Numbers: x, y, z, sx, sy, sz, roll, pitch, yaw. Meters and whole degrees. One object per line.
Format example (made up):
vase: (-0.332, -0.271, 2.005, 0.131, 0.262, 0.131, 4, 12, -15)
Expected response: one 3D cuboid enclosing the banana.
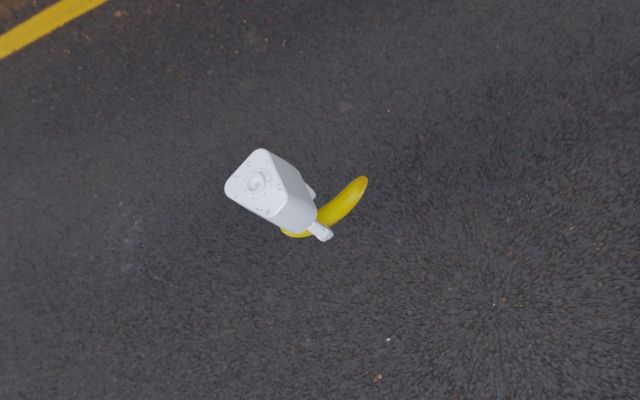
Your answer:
banana: (0.002, 0.020, 0.862, 0.198, 0.069, 0.037, -24, -27, 17)
